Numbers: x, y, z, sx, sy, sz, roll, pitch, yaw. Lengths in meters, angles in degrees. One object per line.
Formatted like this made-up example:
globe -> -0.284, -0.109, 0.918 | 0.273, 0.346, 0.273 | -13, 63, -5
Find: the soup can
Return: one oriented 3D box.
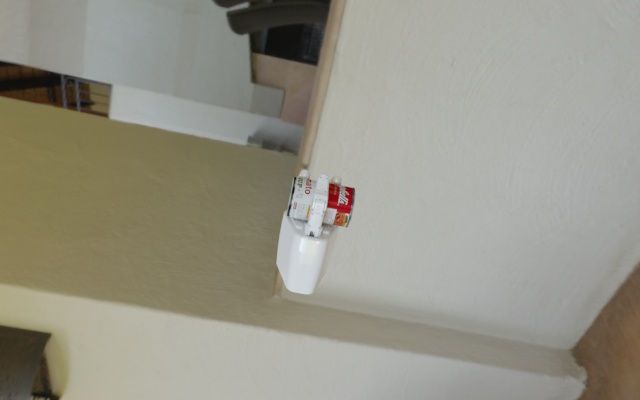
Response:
soup can -> 0.000, 0.002, 0.786 | 0.102, 0.068, 0.068 | 11, -1, -5
